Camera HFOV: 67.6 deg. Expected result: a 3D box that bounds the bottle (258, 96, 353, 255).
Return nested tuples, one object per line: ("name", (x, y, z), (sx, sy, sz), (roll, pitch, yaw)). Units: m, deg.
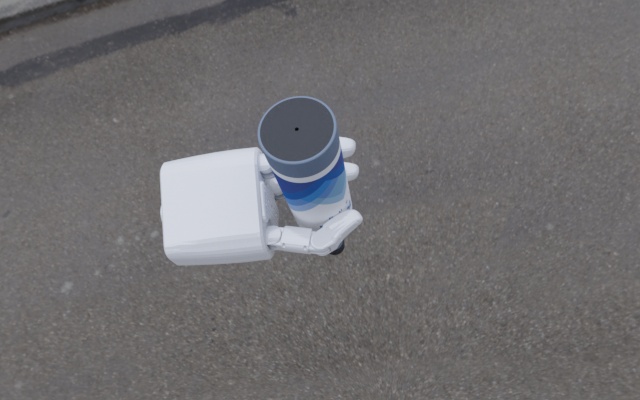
("bottle", (0.000, 0.002, 0.524), (0.069, 0.069, 0.296), (0, -24, 8))
